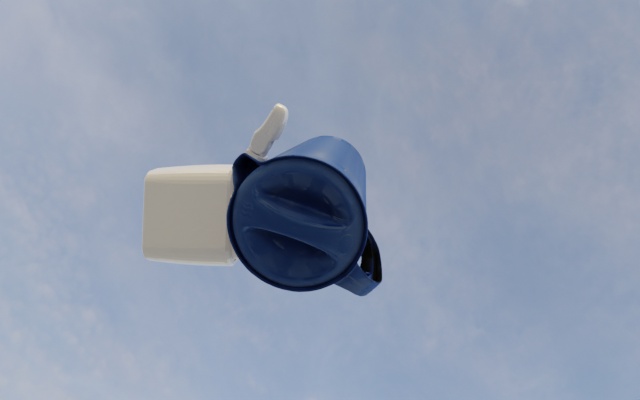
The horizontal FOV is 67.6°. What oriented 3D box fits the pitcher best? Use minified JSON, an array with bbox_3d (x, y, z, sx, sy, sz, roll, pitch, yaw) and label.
[{"bbox_3d":[0.000,0.002,0.549,0.145,0.149,0.242,1,15,8],"label":"pitcher"}]
